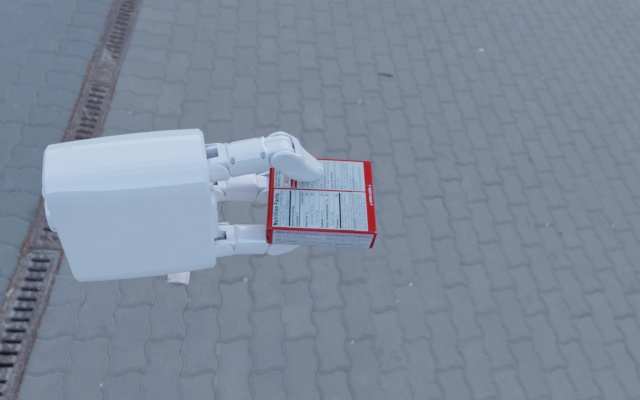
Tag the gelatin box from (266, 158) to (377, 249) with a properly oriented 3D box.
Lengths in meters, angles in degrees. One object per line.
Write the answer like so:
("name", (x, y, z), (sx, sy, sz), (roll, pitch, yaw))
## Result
("gelatin box", (0.000, 0.001, 0.401), (0.089, 0.073, 0.030), (2, -34, -5))
